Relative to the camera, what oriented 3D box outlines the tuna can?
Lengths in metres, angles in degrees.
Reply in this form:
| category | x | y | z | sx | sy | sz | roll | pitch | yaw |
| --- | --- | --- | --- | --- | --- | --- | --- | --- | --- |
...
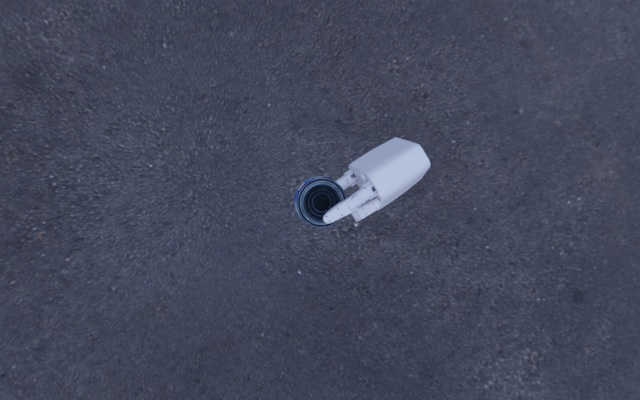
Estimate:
| category | x | y | z | sx | sy | sz | roll | pitch | yaw |
| --- | --- | --- | --- | --- | --- | --- | --- | --- | --- |
| tuna can | 0.000 | 0.003 | 0.801 | 0.086 | 0.086 | 0.034 | 0 | 5 | -9 |
